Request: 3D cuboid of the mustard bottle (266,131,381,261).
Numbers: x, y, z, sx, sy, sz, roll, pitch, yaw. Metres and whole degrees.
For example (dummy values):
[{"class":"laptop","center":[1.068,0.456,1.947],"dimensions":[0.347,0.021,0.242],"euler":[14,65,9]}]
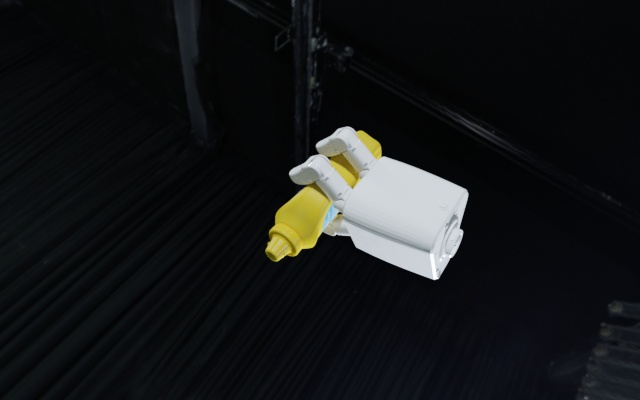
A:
[{"class":"mustard bottle","center":[0.000,0.002,0.580],"dimensions":[0.058,0.191,0.096],"euler":[38,-32,6]}]
